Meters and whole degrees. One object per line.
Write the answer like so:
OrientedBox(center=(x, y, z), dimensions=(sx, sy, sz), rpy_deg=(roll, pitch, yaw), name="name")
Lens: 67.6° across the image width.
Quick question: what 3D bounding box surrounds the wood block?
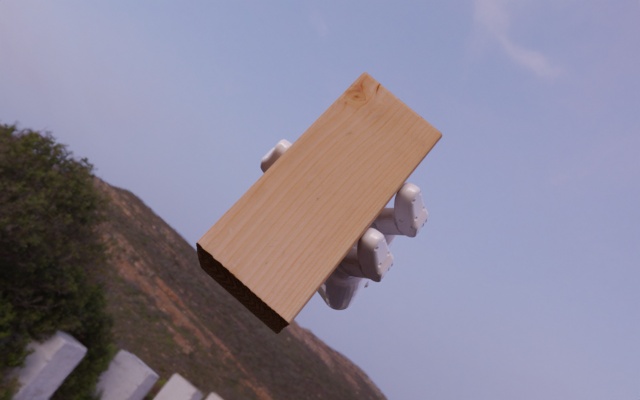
OrientedBox(center=(0.000, 0.001, 0.412), dimensions=(0.091, 0.206, 0.090), rpy_deg=(40, -22, 4), name="wood block")
